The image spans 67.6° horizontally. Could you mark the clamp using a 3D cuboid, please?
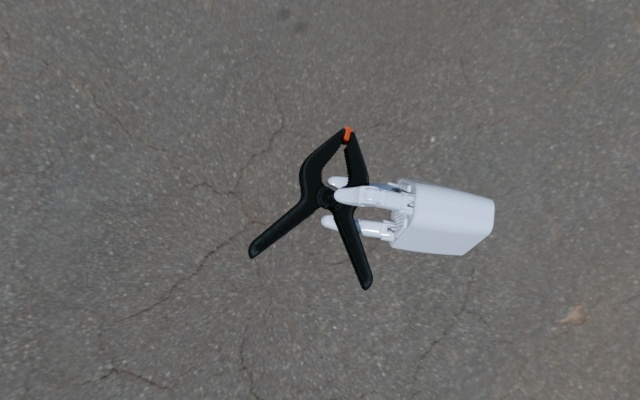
[{"bbox_3d":[0.001,0.001,0.626,0.164,0.210,0.036,10,-10,-8],"label":"clamp"}]
